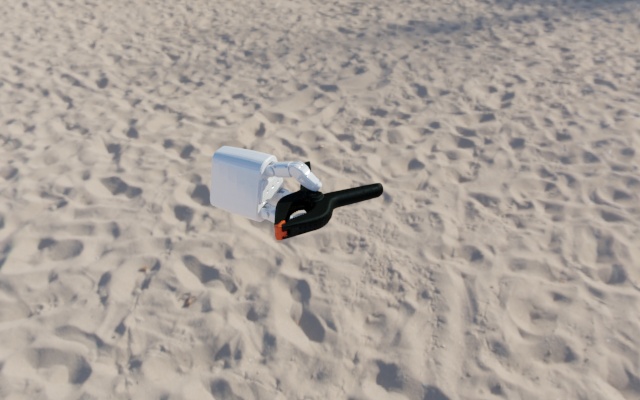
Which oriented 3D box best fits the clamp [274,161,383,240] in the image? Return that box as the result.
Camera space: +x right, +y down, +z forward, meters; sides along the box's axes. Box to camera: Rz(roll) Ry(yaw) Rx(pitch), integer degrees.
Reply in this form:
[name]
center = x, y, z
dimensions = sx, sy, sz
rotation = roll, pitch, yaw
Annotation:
[clamp]
center = 0.000, 0.002, 0.792
dimensions = 0.164, 0.036, 0.210
rotation = 14, 36, 22
